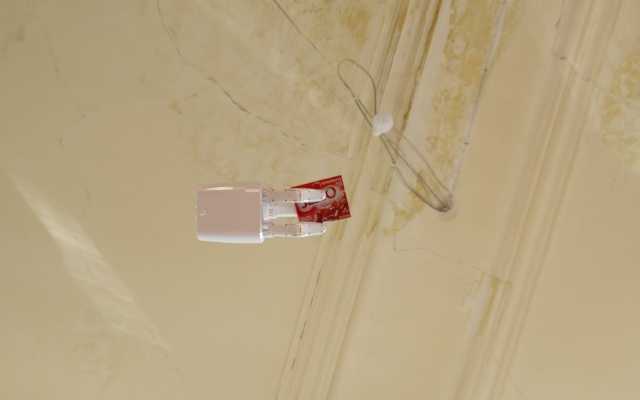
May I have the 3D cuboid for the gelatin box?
[{"bbox_3d":[0.000,0.003,0.798,0.089,0.073,0.030,-13,1,-4],"label":"gelatin box"}]
